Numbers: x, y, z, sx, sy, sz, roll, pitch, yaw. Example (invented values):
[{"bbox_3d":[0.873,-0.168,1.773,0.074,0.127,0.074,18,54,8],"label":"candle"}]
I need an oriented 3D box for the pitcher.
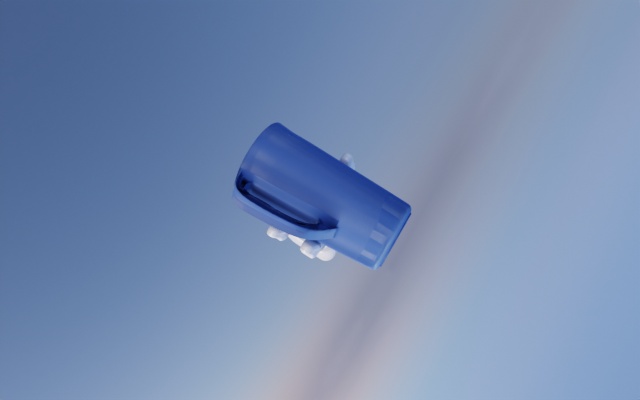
[{"bbox_3d":[0.000,0.002,0.694,0.243,0.149,0.145,30,-12,10],"label":"pitcher"}]
